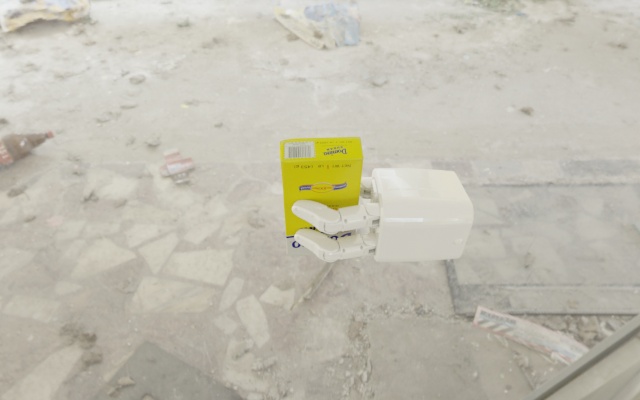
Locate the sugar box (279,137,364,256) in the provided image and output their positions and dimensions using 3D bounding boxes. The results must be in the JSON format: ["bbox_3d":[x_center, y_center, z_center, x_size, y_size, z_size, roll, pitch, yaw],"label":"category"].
[{"bbox_3d":[0.000,0.002,0.590,0.093,0.048,0.176,-2,-45,-1],"label":"sugar box"}]
